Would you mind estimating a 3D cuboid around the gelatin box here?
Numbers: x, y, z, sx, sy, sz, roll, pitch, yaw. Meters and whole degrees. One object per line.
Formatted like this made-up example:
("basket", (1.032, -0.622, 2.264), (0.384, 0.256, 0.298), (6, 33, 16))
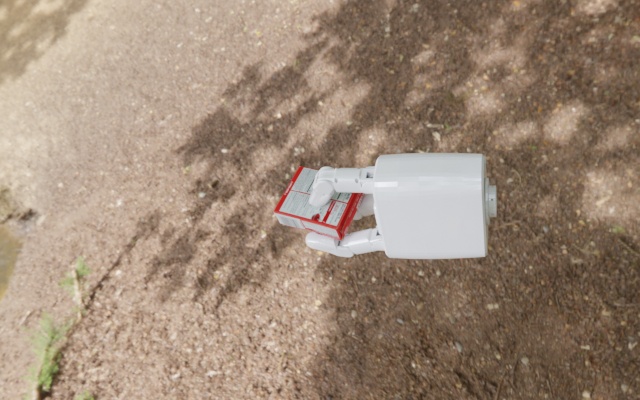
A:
("gelatin box", (0.000, 0.002, 0.569), (0.089, 0.073, 0.030), (14, -30, 25))
